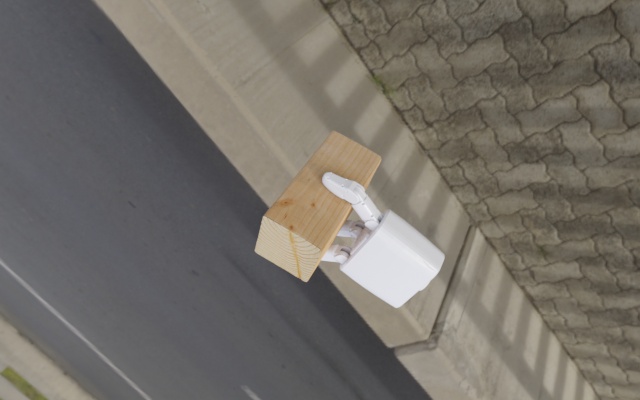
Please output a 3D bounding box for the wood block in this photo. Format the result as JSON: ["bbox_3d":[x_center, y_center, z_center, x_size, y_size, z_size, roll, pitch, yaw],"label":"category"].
[{"bbox_3d":[0.000,0.002,0.703,0.090,0.206,0.091,30,-40,6],"label":"wood block"}]
